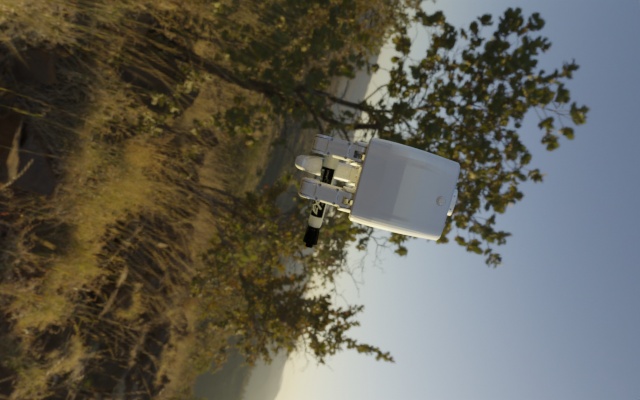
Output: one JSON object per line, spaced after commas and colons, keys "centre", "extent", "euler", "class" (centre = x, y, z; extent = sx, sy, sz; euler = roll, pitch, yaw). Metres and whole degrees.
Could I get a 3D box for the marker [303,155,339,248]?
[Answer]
{"centre": [0.000, 0.002, 0.606], "extent": [0.020, 0.121, 0.020], "euler": [14, 7, -2], "class": "marker"}
